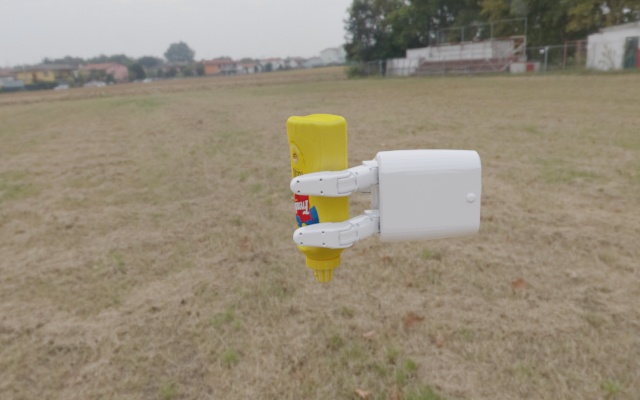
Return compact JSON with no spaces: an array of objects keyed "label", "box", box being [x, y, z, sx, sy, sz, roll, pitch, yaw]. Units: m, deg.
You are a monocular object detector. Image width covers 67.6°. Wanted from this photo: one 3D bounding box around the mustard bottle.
[{"label":"mustard bottle","box":[0.000,0.002,0.540,0.058,0.192,0.096,-10,16,-21]}]
